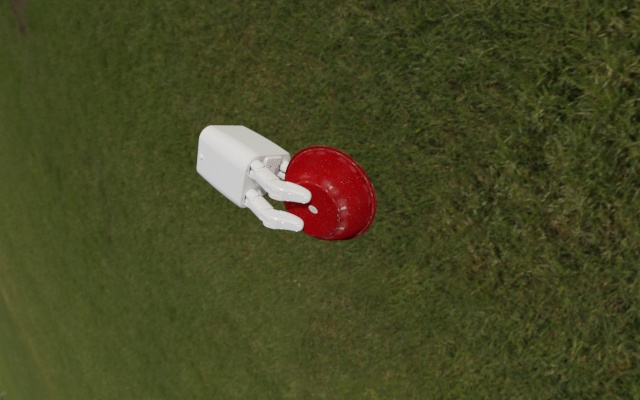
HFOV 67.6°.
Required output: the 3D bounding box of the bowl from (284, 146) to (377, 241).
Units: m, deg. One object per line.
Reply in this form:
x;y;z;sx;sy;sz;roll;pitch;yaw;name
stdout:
0.001;0.003;0.716;0.162;0.162;0.055;0;26;33;bowl
